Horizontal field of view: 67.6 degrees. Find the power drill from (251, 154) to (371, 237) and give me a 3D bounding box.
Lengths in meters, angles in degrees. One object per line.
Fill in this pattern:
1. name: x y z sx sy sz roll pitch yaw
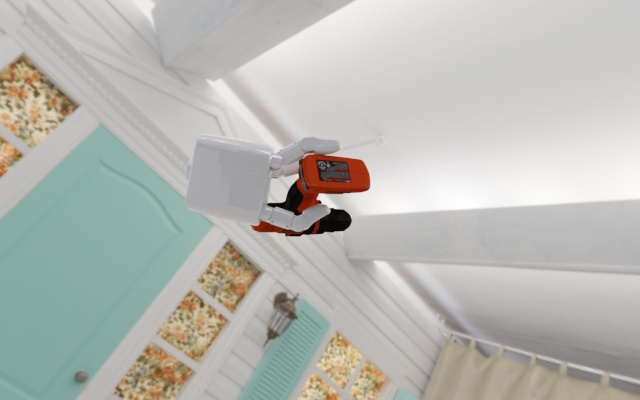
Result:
1. power drill: 0.000 0.002 0.748 0.184 0.057 0.188 1 -28 -28
